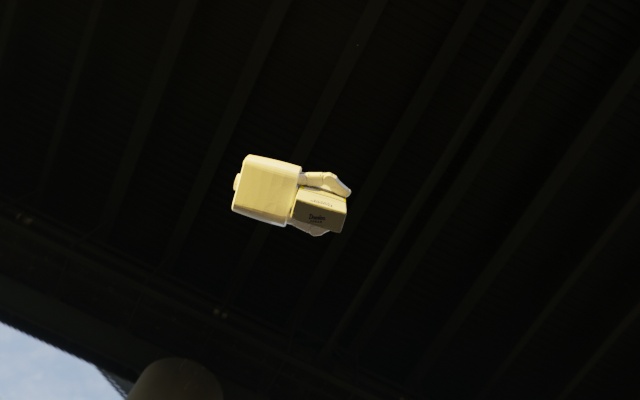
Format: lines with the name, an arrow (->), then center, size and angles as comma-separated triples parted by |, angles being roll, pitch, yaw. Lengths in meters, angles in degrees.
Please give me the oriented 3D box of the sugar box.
sugar box -> 0.000, 0.003, 0.896 | 0.093, 0.048, 0.176 | 16, 18, -1
